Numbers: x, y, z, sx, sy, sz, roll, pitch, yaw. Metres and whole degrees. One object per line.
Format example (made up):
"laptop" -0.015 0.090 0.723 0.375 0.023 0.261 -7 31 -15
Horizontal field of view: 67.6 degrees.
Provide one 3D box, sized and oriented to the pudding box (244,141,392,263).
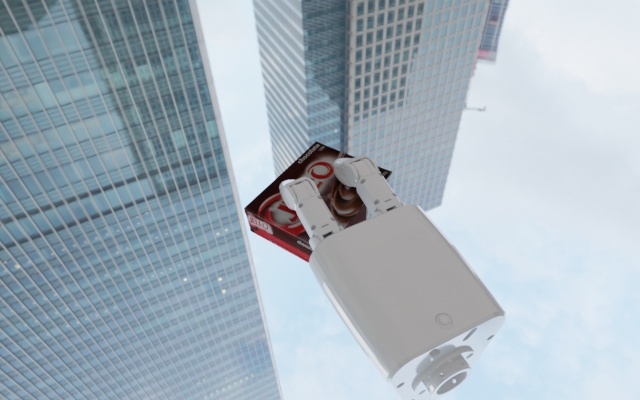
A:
"pudding box" 0.000 0.002 0.444 0.090 0.039 0.113 26 52 26
